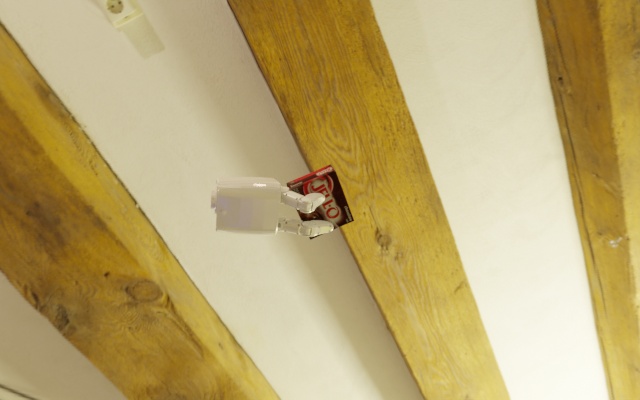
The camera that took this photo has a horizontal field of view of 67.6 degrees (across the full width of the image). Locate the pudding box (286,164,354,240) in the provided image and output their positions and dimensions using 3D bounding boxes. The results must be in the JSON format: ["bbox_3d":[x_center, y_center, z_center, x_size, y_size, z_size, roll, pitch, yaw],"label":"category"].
[{"bbox_3d":[0.000,0.003,0.863,0.090,0.113,0.039,-23,29,-1],"label":"pudding box"}]
